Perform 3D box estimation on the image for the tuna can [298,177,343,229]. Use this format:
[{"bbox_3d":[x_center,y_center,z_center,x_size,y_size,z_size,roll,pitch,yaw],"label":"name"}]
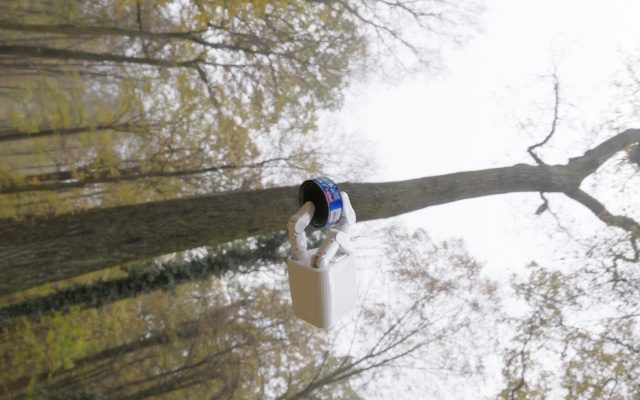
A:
[{"bbox_3d":[0.001,0.002,0.818,0.034,0.086,0.086,-17,10,-34],"label":"tuna can"}]
